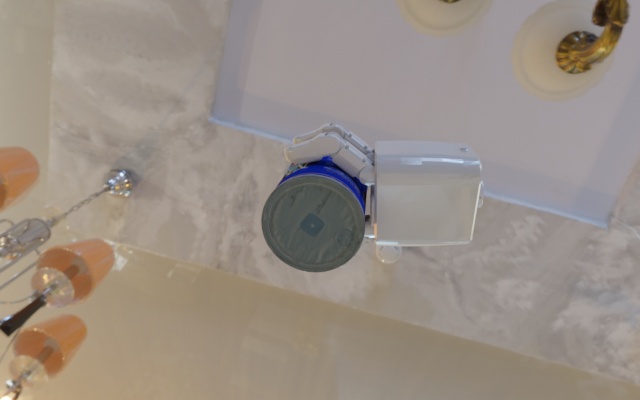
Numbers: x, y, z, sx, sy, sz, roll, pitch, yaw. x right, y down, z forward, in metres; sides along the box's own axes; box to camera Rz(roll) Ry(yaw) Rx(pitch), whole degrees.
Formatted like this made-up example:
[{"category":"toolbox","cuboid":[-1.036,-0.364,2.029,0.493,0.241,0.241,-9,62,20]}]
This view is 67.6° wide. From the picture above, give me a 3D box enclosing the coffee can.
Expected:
[{"category":"coffee can","cuboid":[0.000,0.002,0.530,0.103,0.103,0.140,0,20,7]}]
